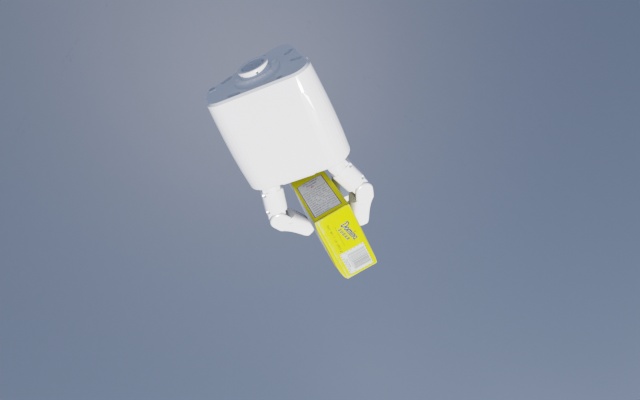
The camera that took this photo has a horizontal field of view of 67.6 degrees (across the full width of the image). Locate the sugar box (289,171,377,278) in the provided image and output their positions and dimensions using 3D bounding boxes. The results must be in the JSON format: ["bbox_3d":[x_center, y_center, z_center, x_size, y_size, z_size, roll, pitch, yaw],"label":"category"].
[{"bbox_3d":[0.001,0.002,0.559,0.048,0.093,0.176,-28,36,-1],"label":"sugar box"}]
